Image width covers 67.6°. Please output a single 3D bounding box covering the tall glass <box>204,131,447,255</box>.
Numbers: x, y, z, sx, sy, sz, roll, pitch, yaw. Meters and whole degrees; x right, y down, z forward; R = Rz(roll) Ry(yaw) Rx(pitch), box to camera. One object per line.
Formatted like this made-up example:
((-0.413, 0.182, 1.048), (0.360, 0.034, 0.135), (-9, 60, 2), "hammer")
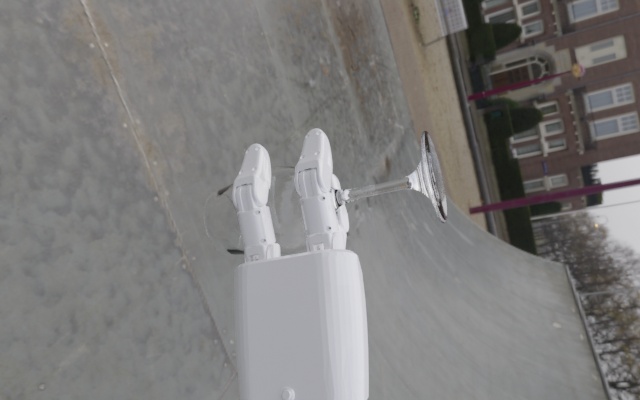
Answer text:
((0.001, 0.001, 0.410), (0.201, 0.079, 0.079), (-12, -5, 22), "tall glass")
